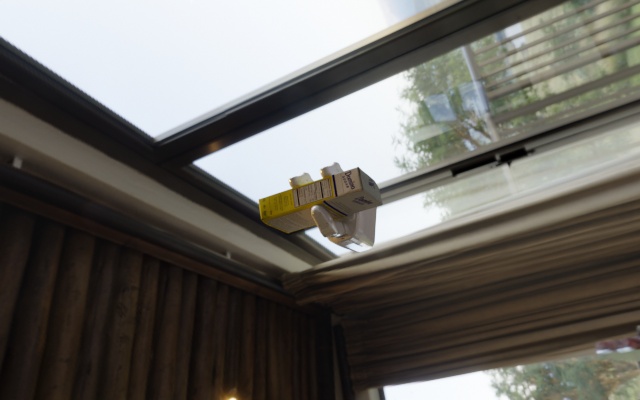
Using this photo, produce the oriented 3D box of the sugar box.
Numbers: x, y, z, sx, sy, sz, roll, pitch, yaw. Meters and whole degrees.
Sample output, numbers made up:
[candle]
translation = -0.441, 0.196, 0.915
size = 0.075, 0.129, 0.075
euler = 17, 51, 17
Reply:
[sugar box]
translation = 0.000, 0.002, 0.761
size = 0.176, 0.048, 0.093
euler = -19, -23, 20
